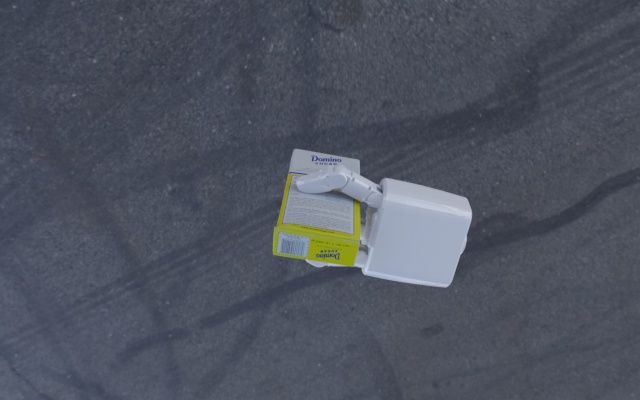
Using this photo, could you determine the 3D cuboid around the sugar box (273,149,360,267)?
[{"bbox_3d":[0.000,0.002,0.582,0.093,0.048,0.176,10,32,-1],"label":"sugar box"}]
